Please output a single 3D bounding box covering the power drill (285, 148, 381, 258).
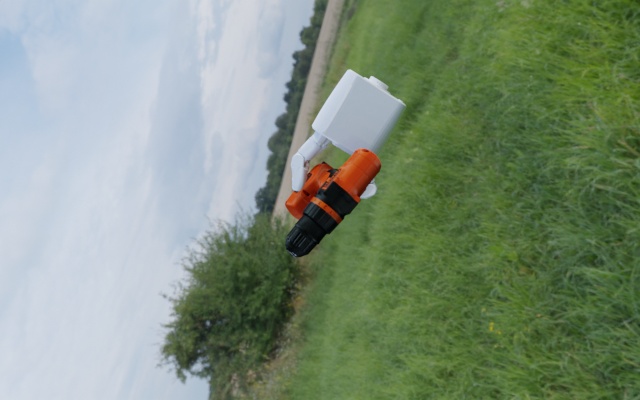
[{"bbox_3d":[0.000,0.002,0.736,0.057,0.184,0.187,44,-9,-14],"label":"power drill"}]
